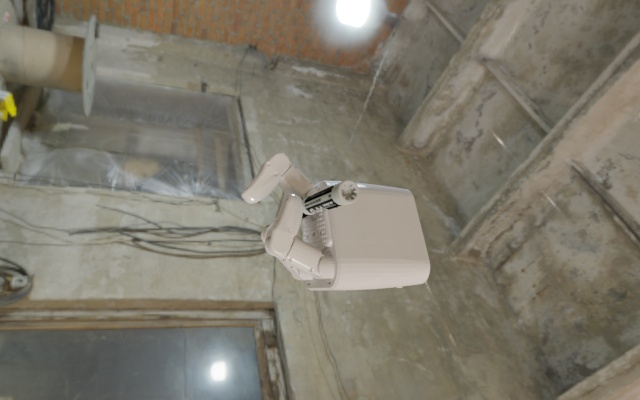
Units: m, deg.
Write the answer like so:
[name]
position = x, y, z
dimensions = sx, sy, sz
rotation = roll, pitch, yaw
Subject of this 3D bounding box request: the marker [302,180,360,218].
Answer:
[marker]
position = 0.000, 0.001, 0.429
dimensions = 0.020, 0.020, 0.121
rotation = 0, -8, -22
